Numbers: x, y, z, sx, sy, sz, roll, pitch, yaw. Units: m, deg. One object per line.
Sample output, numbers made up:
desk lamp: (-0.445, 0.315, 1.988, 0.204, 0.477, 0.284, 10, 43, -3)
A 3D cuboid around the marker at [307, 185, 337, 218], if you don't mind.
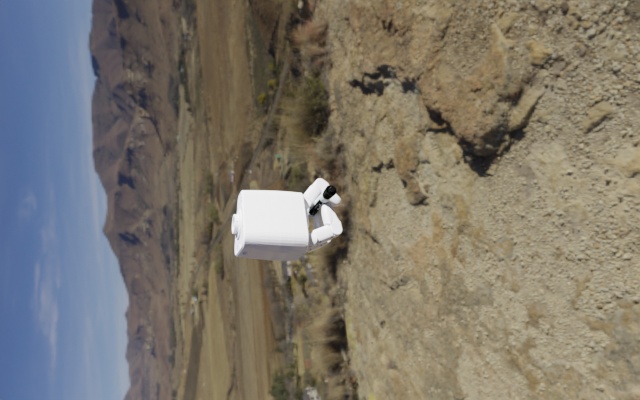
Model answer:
marker: (0.000, 0.003, 0.820, 0.020, 0.020, 0.121, 0, -20, -19)
